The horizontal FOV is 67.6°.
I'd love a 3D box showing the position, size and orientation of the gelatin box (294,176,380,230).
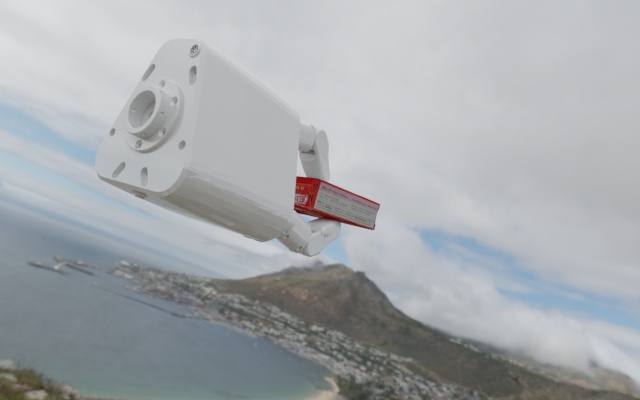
[{"bbox_3d":[0.000,0.001,0.452,0.089,0.030,0.073,19,-6,-43],"label":"gelatin box"}]
